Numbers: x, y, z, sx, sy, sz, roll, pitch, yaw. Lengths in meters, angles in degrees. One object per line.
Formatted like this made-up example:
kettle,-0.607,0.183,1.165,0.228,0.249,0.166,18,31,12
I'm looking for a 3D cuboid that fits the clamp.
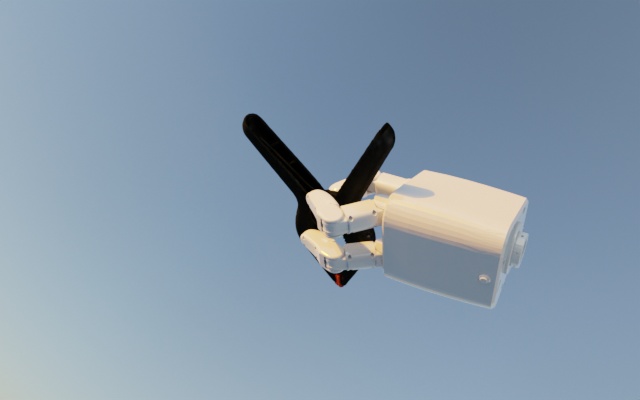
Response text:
clamp,0.001,0.002,0.499,0.164,0.210,0.036,17,42,28
